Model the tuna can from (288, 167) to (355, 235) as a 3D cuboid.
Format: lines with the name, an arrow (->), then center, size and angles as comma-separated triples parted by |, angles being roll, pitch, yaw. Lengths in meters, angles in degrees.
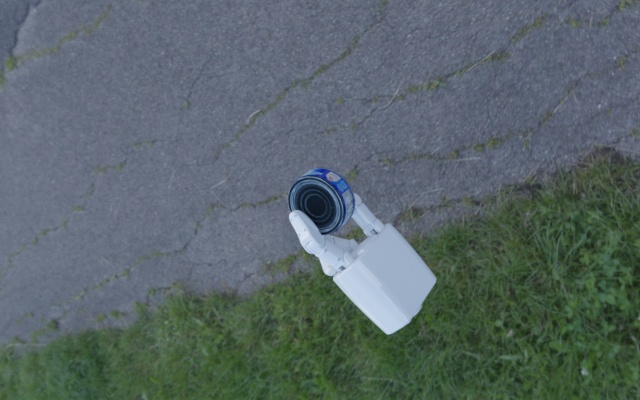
tuna can -> 0.000, 0.002, 0.627 | 0.086, 0.086, 0.033 | 0, 21, 31
